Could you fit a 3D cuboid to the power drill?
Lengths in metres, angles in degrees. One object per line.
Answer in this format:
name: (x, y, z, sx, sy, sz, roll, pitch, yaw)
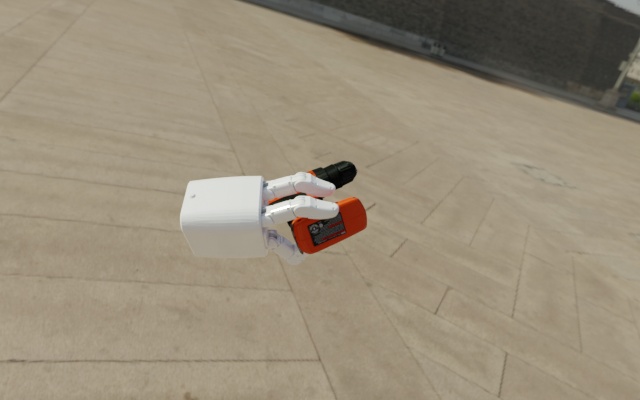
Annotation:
power drill: (0.000, 0.003, 0.737, 0.184, 0.057, 0.187, -25, 24, -11)
